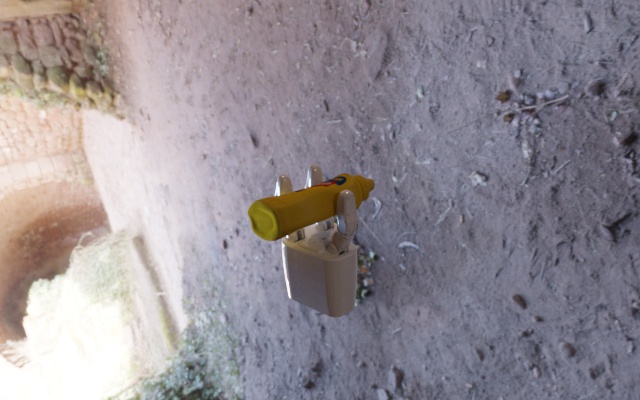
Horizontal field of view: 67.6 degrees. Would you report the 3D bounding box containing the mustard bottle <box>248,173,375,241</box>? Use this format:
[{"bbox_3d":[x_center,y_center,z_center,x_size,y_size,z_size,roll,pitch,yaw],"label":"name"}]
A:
[{"bbox_3d":[0.000,0.002,0.679,0.191,0.058,0.096,-19,5,-31],"label":"mustard bottle"}]
